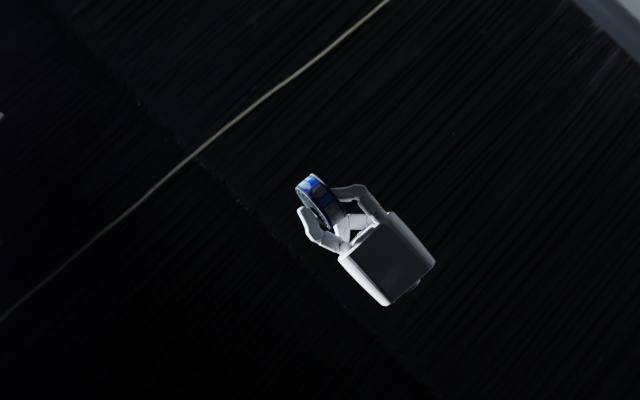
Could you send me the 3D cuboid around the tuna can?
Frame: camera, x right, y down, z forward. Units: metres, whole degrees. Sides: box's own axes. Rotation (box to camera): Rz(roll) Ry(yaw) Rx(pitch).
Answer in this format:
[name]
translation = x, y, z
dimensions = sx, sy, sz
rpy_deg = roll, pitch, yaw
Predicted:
[tuna can]
translation = 0.000, 0.003, 0.735
dimensions = 0.034, 0.086, 0.086
rpy_deg = -40, 8, -10
